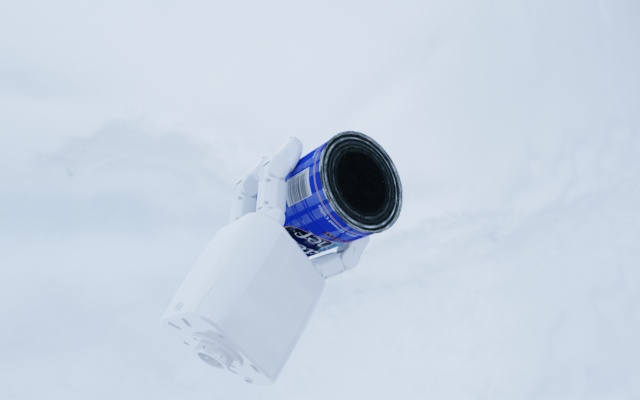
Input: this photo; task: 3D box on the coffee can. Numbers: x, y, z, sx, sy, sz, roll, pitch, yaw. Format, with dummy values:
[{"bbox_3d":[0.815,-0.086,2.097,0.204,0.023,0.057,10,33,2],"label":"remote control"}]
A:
[{"bbox_3d":[0.000,0.002,0.501,0.103,0.102,0.140,0,-17,-38],"label":"coffee can"}]
